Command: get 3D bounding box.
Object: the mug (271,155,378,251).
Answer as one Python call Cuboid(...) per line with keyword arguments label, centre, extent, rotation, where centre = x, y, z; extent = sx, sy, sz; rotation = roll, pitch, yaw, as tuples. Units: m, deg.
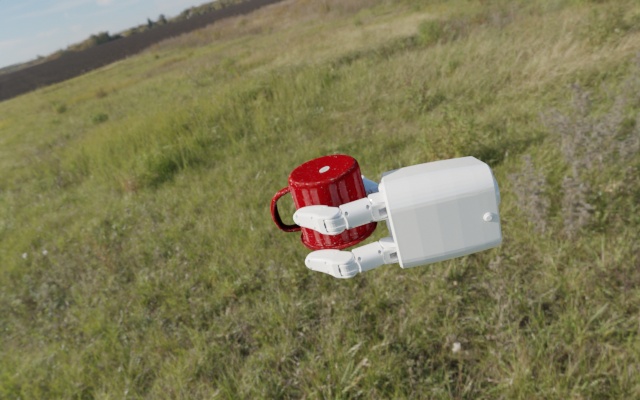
Cuboid(label="mug", centre=(-0.001, 0.002, 0.547), extent=(0.117, 0.081, 0.093), rotation=(-13, 25, 7))
